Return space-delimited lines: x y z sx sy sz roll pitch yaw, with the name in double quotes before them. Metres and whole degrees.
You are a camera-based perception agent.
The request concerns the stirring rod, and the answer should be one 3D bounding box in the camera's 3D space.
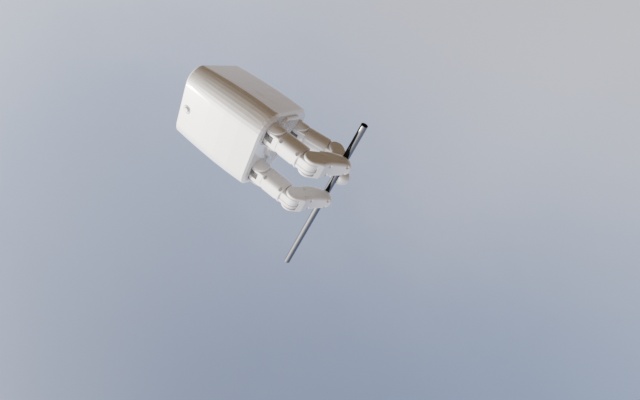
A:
"stirring rod" 0.000 0.002 0.573 0.011 0.011 0.240 0 -42 -30
